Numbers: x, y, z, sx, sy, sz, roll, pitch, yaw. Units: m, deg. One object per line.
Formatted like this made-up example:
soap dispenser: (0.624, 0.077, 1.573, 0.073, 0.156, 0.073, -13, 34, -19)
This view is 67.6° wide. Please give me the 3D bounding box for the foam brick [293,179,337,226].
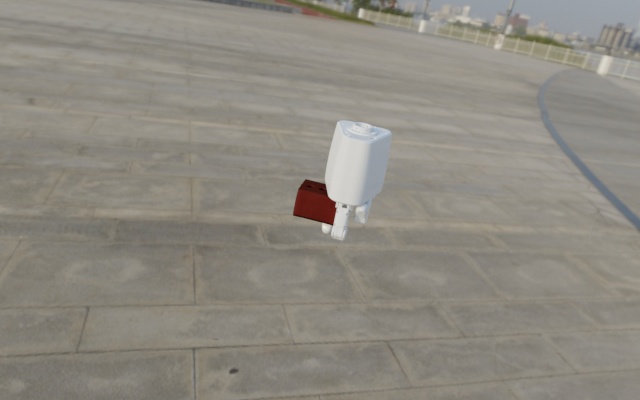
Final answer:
foam brick: (0.000, 0.003, 0.808, 0.078, 0.051, 0.053, 14, 25, 8)
